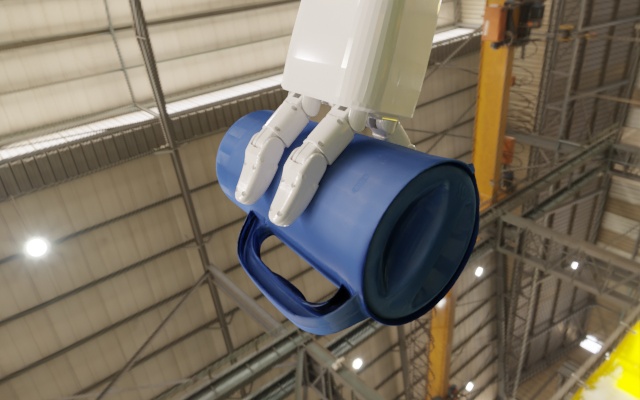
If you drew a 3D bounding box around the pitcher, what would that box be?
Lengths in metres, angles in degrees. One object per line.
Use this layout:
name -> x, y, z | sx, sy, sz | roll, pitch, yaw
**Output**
pitcher -> 0.000, 0.001, 0.426 | 0.149, 0.145, 0.242 | 2, 19, -42
